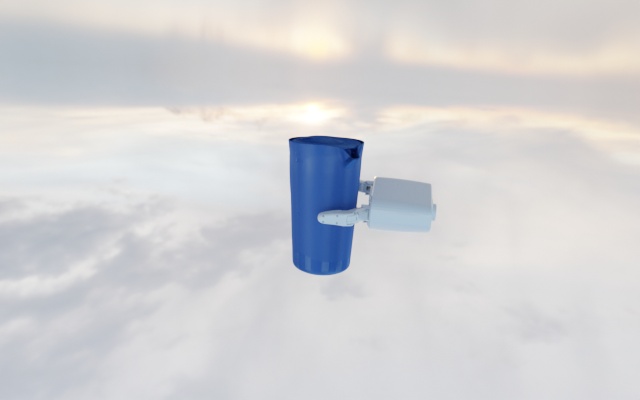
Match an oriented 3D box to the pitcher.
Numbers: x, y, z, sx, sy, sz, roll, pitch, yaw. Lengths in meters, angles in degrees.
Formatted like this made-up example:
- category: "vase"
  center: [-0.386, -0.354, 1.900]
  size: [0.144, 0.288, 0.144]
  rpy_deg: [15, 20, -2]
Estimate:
- category: "pitcher"
  center: [0.000, 0.003, 0.869]
  size: [0.145, 0.243, 0.149]
  rpy_deg: [5, 14, 7]
